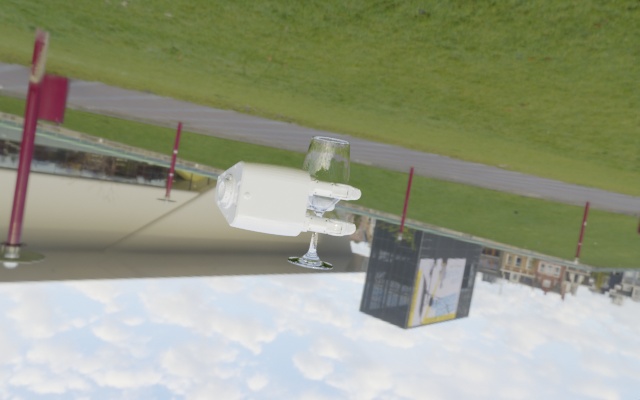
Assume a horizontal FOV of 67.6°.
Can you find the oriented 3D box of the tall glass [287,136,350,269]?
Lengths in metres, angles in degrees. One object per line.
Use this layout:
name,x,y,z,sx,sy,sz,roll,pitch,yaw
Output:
tall glass,0.000,0.003,0.758,0.079,0.201,0.079,10,2,0
